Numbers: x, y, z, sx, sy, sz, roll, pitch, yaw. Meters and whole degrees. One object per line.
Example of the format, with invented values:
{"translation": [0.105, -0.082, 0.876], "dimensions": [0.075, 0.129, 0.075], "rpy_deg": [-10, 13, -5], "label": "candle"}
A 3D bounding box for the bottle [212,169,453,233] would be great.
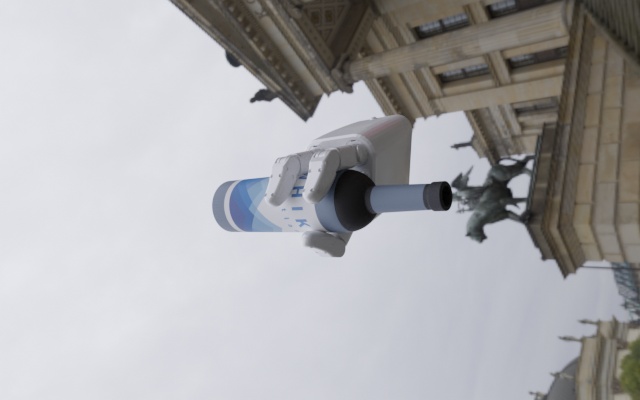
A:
{"translation": [0.000, 0.002, 0.524], "dimensions": [0.296, 0.069, 0.069], "rpy_deg": [-3, -2, 39], "label": "bottle"}
